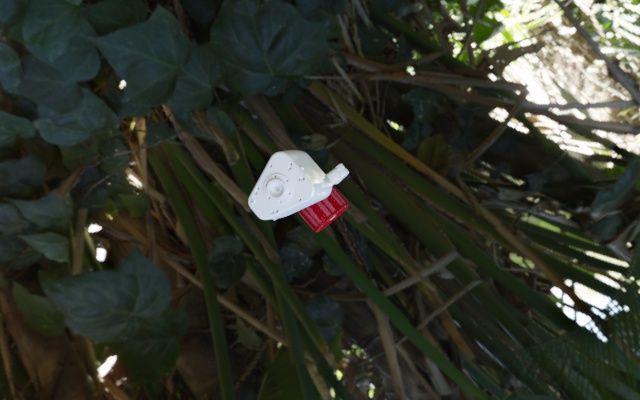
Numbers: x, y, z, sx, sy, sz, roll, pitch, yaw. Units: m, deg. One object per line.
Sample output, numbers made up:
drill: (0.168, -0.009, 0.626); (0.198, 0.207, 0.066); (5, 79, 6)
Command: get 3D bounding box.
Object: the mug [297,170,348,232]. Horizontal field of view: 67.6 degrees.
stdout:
mug: (0.001, 0.003, 0.898); (0.093, 0.081, 0.117); (-43, -7, 16)
